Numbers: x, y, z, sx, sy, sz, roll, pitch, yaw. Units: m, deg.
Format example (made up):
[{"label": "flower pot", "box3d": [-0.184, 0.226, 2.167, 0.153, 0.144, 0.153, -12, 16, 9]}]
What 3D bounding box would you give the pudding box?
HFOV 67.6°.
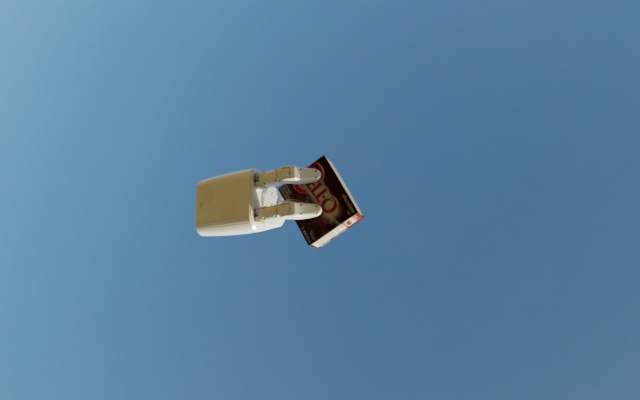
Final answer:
[{"label": "pudding box", "box3d": [0.000, 0.002, 0.719, 0.090, 0.113, 0.039, -36, -24, 12]}]
